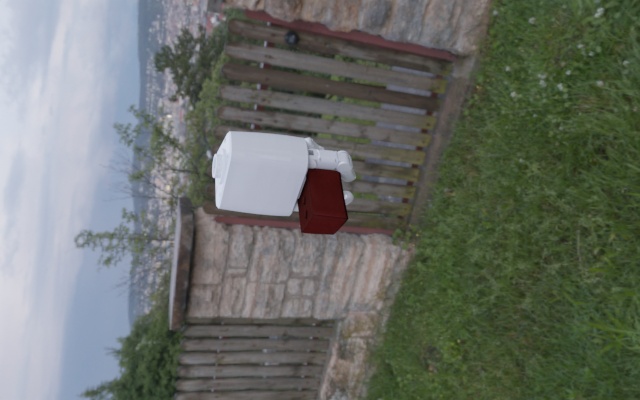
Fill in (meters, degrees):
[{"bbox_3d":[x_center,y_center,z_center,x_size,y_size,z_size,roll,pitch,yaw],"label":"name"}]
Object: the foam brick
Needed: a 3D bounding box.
[{"bbox_3d":[0.000,0.002,0.661,0.051,0.078,0.053,5,-33,-22],"label":"foam brick"}]
